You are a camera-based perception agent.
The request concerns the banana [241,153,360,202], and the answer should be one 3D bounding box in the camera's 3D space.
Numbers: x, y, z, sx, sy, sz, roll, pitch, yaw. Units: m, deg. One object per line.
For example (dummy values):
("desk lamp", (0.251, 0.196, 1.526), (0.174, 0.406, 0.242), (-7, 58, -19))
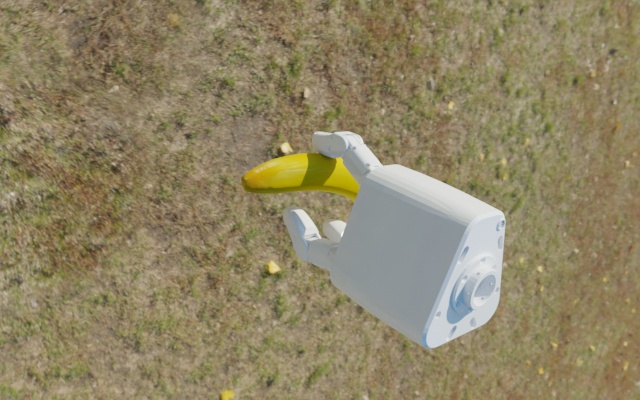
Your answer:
("banana", (0.012, -0.014, 0.486), (0.198, 0.069, 0.037), (21, 13, -45))
